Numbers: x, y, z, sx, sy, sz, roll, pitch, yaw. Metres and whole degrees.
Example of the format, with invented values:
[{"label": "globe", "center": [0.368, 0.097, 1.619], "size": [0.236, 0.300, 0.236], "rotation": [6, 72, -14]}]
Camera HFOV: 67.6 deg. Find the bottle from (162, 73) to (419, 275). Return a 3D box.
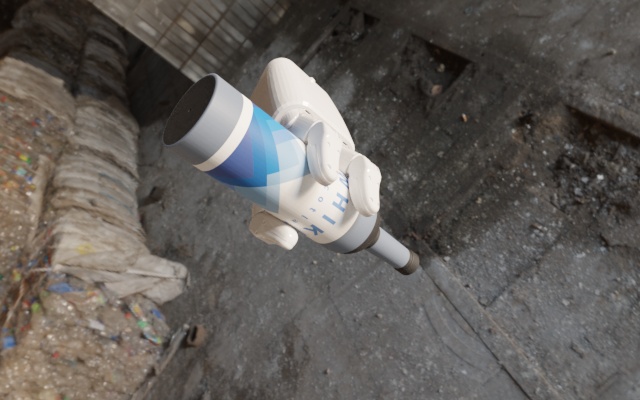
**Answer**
[{"label": "bottle", "center": [0.000, 0.001, 0.439], "size": [0.069, 0.069, 0.296], "rotation": [0, -28, 48]}]
